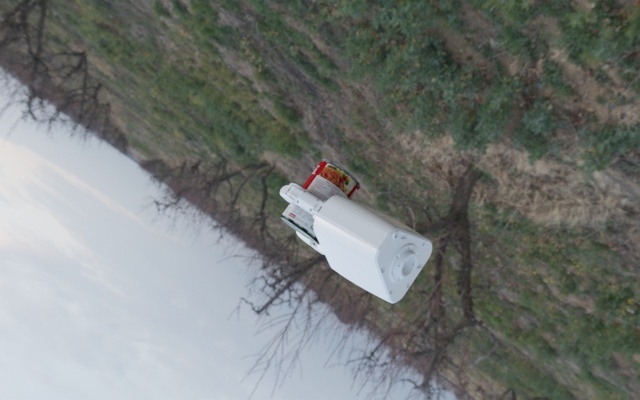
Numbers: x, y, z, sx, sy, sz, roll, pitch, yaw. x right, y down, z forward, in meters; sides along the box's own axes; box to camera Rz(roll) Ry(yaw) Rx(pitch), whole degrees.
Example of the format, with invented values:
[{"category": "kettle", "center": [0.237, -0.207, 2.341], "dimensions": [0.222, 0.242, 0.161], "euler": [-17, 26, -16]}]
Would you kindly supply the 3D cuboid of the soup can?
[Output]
[{"category": "soup can", "center": [0.000, 0.002, 0.673], "dimensions": [0.068, 0.102, 0.068], "euler": [35, -9, 6]}]
